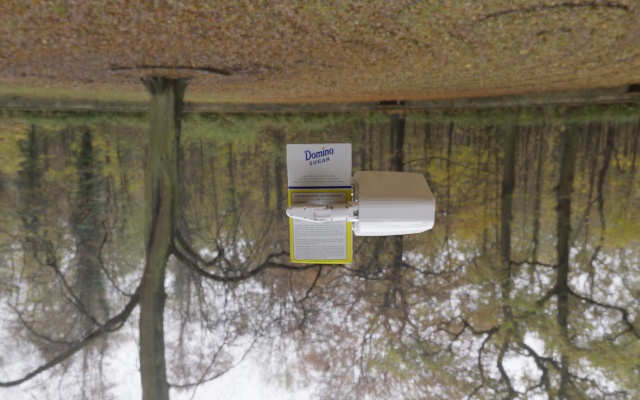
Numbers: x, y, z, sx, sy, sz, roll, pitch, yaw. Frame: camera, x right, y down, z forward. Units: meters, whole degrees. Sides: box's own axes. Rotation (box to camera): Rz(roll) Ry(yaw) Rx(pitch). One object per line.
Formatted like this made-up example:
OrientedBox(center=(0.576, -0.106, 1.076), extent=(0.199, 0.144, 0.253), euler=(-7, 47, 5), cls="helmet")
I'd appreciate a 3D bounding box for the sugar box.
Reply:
OrientedBox(center=(0.000, 0.002, 0.699), extent=(0.093, 0.176, 0.048), euler=(0, 8, 3), cls="sugar box")
